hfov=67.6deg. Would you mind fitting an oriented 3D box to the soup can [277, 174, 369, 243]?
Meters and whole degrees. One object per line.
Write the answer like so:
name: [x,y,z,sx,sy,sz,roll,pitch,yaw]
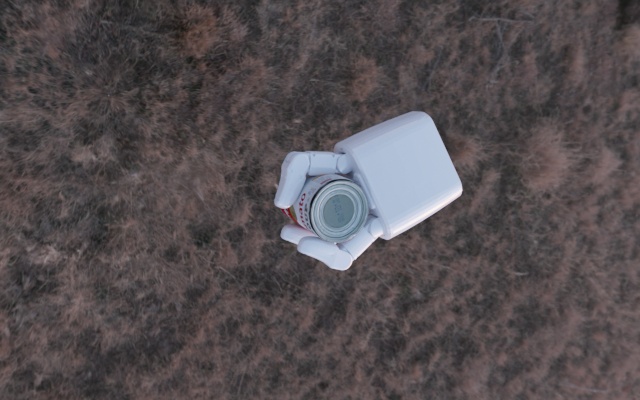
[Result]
soup can: [0.000,0.002,0.522,0.068,0.068,0.102,0,11,-24]
